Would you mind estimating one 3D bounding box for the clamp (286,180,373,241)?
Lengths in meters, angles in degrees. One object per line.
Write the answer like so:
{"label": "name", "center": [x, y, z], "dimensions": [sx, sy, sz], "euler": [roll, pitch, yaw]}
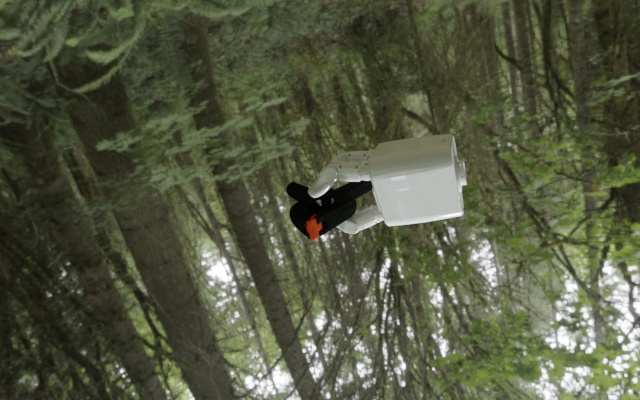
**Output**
{"label": "clamp", "center": [0.000, 0.003, 0.696], "dimensions": [0.164, 0.036, 0.210], "euler": [-7, 19, 21]}
